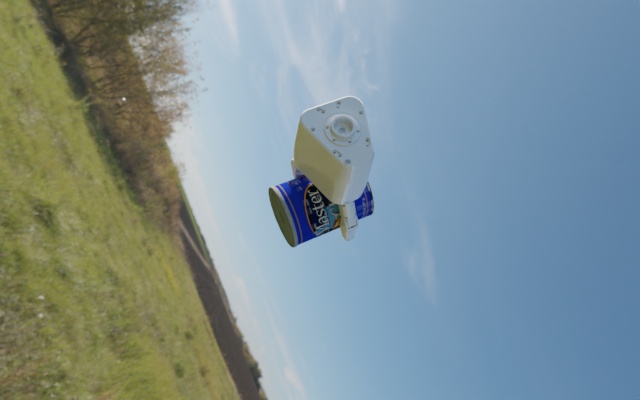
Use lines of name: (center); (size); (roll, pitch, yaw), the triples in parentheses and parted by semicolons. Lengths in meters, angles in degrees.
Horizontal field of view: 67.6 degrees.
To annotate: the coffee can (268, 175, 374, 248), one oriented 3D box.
coffee can: (0.000, 0.003, 0.769); (0.140, 0.103, 0.103); (-22, 6, -15)
